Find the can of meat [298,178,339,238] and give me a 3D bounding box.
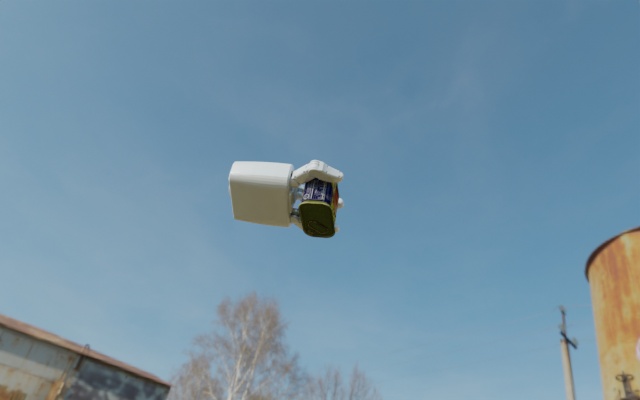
[{"bbox_3d":[0.000,0.002,0.835,0.057,0.084,0.102,3,-37,10],"label":"can of meat"}]
